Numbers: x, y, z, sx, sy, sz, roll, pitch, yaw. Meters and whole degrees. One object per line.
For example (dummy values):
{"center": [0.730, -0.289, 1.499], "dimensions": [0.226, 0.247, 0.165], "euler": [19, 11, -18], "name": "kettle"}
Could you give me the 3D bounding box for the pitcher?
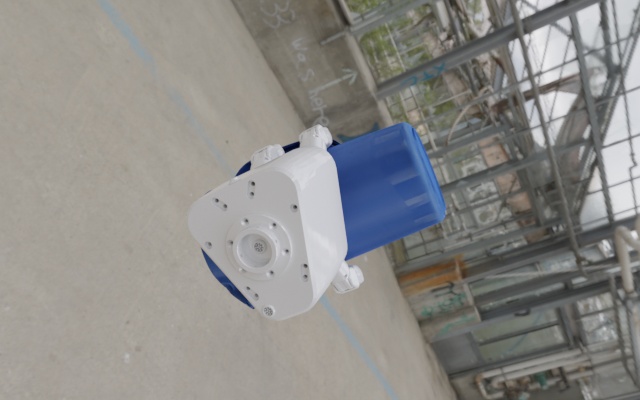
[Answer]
{"center": [0.000, 0.002, 0.518], "dimensions": [0.243, 0.149, 0.145], "euler": [-21, 6, 17], "name": "pitcher"}
